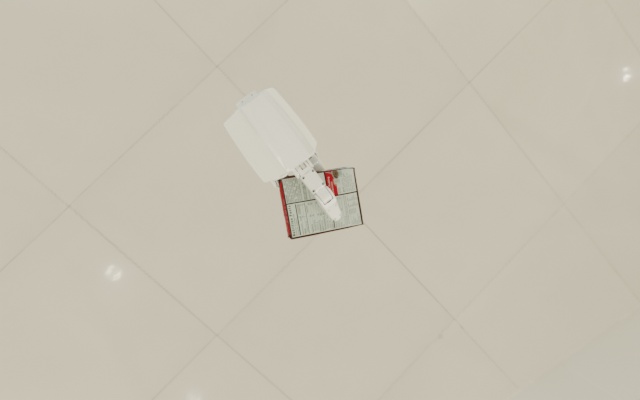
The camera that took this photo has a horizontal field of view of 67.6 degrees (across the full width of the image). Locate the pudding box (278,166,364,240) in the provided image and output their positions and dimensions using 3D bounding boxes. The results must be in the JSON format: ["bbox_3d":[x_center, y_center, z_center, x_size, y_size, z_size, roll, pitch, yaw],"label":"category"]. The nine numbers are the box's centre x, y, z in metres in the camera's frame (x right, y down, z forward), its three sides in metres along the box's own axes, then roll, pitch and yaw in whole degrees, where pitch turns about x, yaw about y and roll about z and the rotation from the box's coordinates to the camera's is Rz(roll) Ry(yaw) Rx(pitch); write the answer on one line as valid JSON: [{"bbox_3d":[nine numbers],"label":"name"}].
[{"bbox_3d":[0.000,0.002,0.695,0.113,0.090,0.039,-10,5,-10],"label":"pudding box"}]
